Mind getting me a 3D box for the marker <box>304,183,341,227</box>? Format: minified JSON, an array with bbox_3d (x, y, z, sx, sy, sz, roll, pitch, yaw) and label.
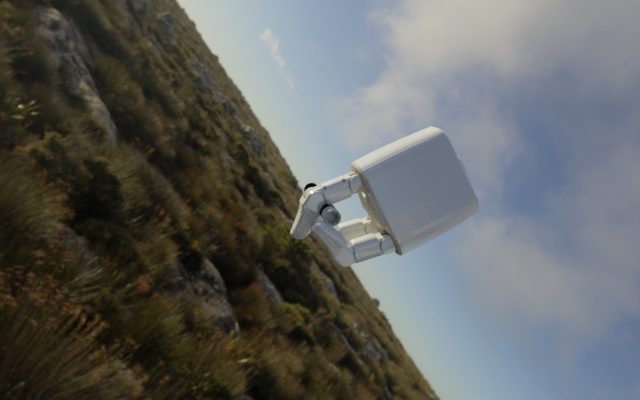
[{"bbox_3d":[0.000,0.002,0.562,0.020,0.020,0.121,0,17,-13],"label":"marker"}]
